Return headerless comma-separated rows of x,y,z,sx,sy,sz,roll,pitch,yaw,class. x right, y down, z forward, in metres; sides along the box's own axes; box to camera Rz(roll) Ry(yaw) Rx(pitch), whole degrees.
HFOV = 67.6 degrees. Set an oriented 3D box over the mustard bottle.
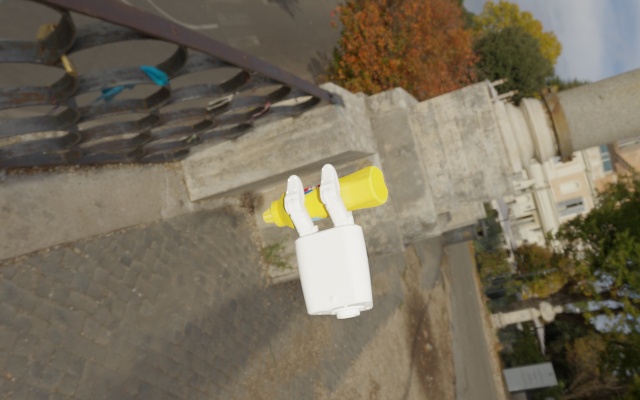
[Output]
0.000,0.002,0.718,0.191,0.058,0.096,-17,4,19,mustard bottle
